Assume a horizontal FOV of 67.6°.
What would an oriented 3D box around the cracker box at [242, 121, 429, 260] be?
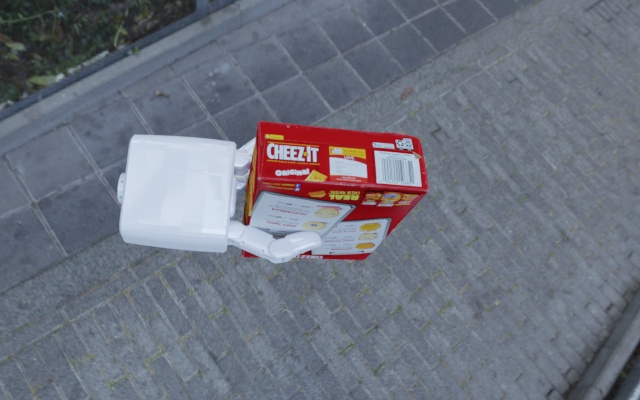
[{"bbox_3d":[0.000,0.002,0.535,0.164,0.072,0.214,3,-25,-12],"label":"cracker box"}]
